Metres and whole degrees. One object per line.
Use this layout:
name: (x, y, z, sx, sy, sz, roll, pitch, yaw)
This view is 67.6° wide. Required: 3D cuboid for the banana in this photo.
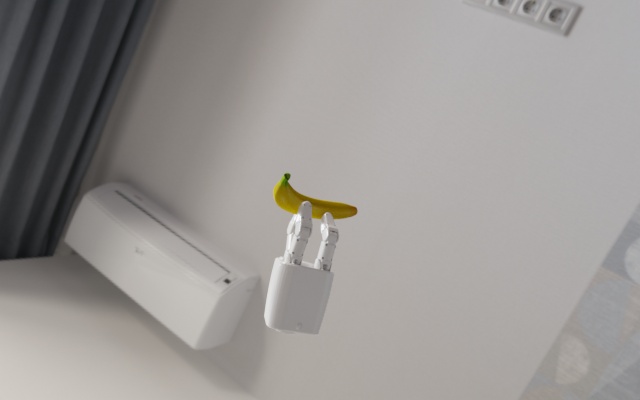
banana: (-0.017, 0.006, 0.809, 0.069, 0.037, 0.198, -15, -24, 35)
